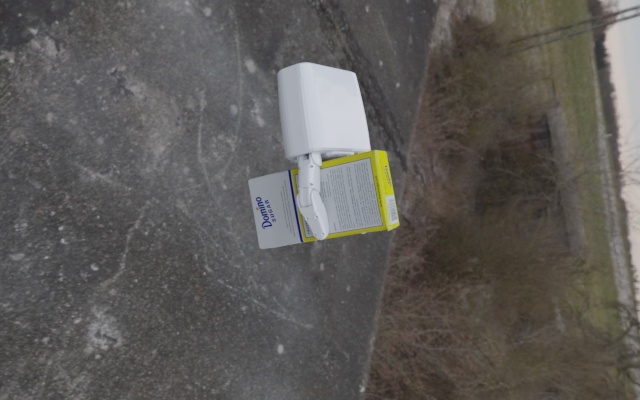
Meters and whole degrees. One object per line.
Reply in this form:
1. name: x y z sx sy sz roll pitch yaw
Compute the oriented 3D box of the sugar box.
1. sugar box: 0.000 0.002 0.585 0.176 0.093 0.048 -10 -2 29
